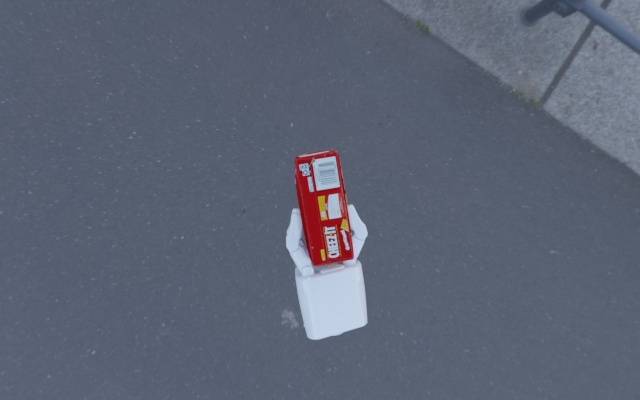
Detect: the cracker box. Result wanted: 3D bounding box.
[{"bbox_3d":[0.000,0.003,0.793,0.072,0.164,0.213,-10,6,-2],"label":"cracker box"}]
